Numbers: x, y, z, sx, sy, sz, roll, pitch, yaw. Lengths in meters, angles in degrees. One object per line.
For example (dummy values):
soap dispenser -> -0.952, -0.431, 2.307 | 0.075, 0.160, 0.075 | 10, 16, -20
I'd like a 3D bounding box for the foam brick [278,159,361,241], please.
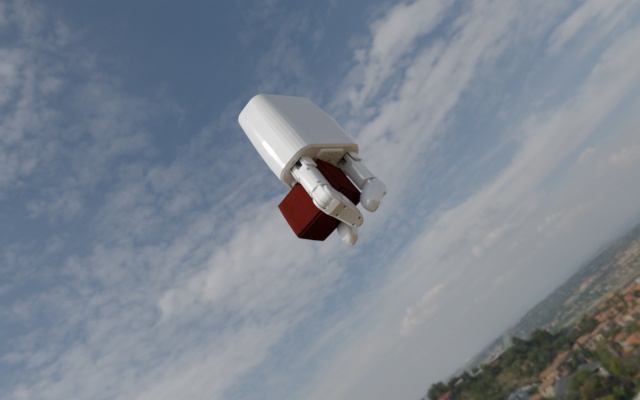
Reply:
foam brick -> 0.000, 0.002, 0.554 | 0.051, 0.078, 0.053 | 51, 18, 30
